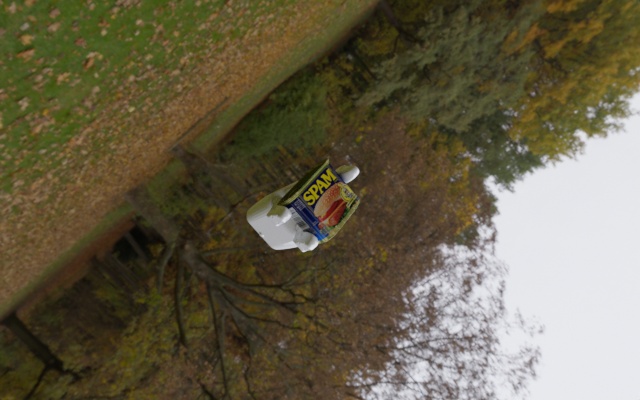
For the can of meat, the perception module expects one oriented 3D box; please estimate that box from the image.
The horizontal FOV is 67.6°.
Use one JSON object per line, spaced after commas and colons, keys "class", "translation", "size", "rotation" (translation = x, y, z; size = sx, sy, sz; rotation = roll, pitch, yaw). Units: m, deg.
{"class": "can of meat", "translation": [0.000, 0.002, 0.707], "size": [0.102, 0.084, 0.057], "rotation": [-48, 14, -33]}
